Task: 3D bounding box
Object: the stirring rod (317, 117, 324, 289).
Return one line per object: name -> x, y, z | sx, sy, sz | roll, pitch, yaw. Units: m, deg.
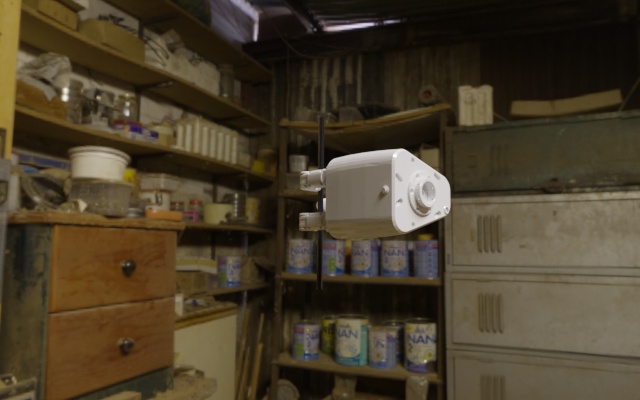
stirring rod -> 0.000, 0.002, 0.667 | 0.011, 0.239, 0.011 | 1, -6, 0
